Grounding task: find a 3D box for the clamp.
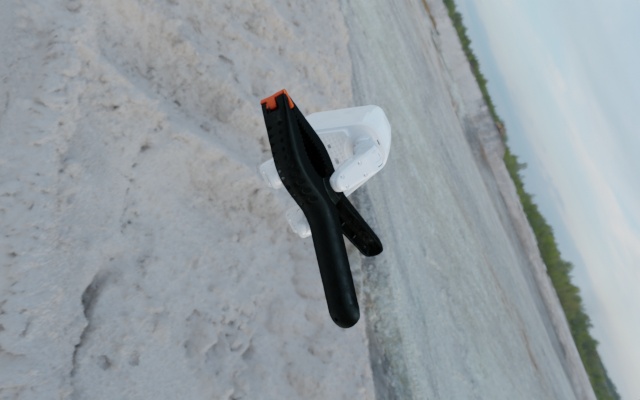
[{"bbox_3d":[0.001,0.001,0.441,0.036,0.210,0.164,-23,17,19],"label":"clamp"}]
